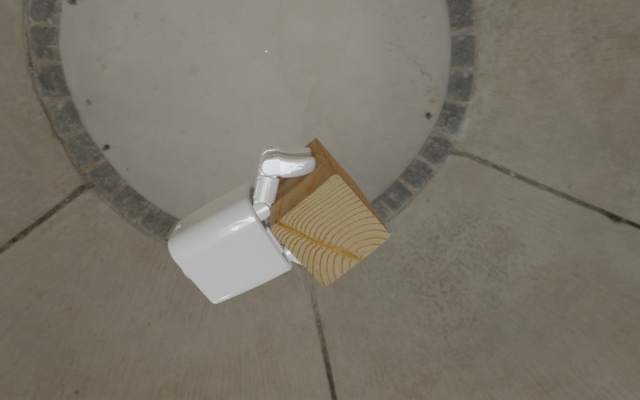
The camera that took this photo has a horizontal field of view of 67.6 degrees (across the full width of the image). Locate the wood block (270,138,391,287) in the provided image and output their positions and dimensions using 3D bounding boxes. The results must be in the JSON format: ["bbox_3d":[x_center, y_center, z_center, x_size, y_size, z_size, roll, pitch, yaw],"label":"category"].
[{"bbox_3d":[0.000,0.002,0.572,0.090,0.091,0.206,-39,17,6],"label":"wood block"}]
